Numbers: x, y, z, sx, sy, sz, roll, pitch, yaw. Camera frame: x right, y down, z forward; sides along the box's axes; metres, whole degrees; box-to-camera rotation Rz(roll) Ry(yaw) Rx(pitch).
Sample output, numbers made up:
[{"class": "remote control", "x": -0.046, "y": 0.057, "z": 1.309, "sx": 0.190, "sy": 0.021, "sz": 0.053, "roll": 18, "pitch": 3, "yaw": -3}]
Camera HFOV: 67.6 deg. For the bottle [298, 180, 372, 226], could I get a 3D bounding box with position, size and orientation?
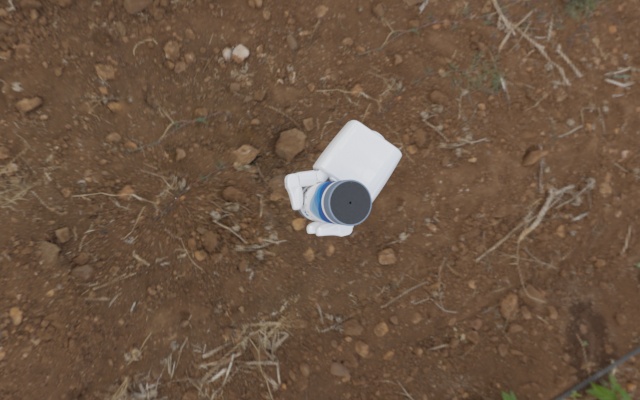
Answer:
[{"class": "bottle", "x": 0.000, "y": 0.003, "z": 0.819, "sx": 0.069, "sy": 0.069, "sz": 0.295, "roll": 0, "pitch": 0, "yaw": -17}]
